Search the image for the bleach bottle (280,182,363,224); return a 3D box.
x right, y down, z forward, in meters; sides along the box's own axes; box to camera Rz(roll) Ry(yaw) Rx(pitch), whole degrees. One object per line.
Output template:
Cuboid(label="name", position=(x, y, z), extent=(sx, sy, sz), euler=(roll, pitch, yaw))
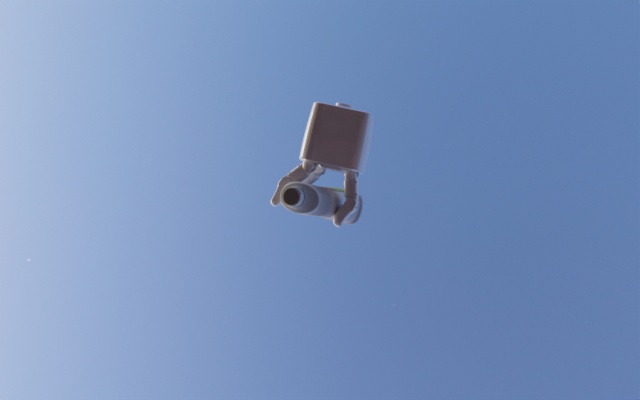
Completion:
Cuboid(label="bleach bottle", position=(0.000, 0.003, 0.865), extent=(0.102, 0.068, 0.251), euler=(13, 1, 18))
